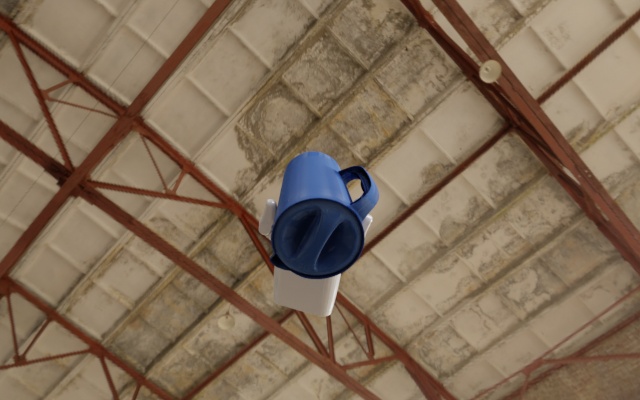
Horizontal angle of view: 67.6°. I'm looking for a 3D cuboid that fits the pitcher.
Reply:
[{"bbox_3d":[0.000,0.003,0.775,0.149,0.145,0.242,6,25,-6],"label":"pitcher"}]
